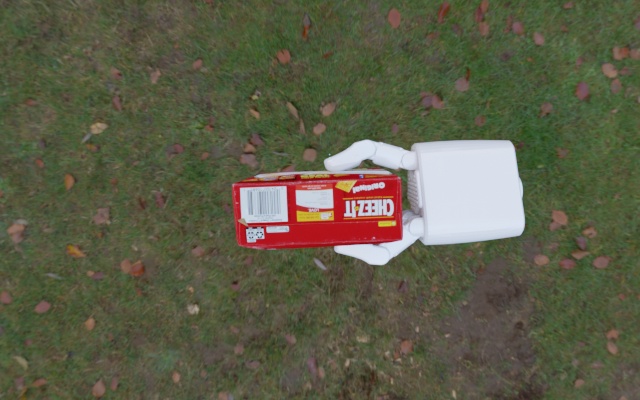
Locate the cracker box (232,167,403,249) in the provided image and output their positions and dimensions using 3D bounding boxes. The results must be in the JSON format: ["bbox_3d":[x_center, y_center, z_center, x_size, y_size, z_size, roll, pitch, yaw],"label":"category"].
[{"bbox_3d":[0.000,0.002,0.559,0.164,0.072,0.213,-3,5,1],"label":"cracker box"}]
